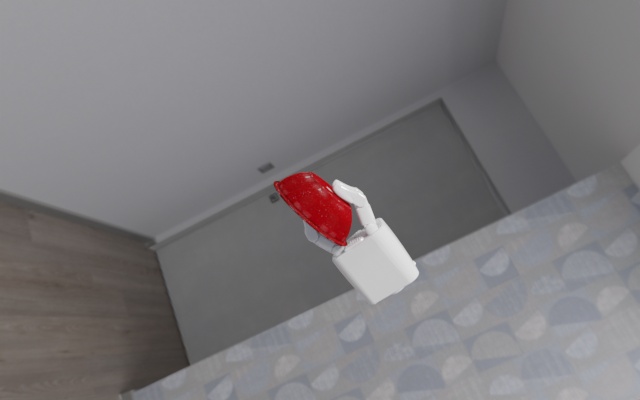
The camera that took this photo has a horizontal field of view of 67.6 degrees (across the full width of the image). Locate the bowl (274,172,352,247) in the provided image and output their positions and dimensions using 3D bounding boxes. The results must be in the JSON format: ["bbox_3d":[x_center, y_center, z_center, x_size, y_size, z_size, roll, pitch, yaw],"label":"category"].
[{"bbox_3d":[-0.001,0.001,0.794,0.162,0.055,0.162,40,8,-7],"label":"bowl"}]
